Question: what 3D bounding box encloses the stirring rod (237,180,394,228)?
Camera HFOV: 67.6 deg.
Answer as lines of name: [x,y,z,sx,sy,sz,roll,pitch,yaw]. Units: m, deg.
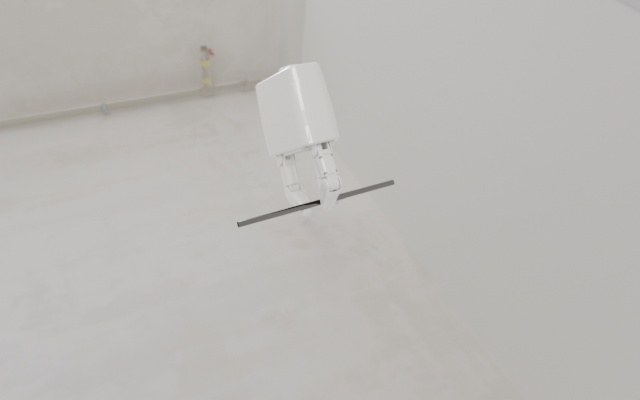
stirring rod: [0.000,0.002,0.668,0.239,0.011,0.011,-15,6,-22]
